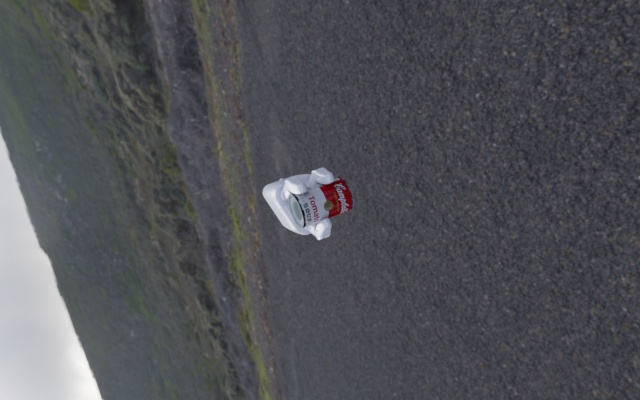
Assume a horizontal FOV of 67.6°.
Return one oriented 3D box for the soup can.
[{"bbox_3d":[0.000,0.003,0.868,0.102,0.068,0.068,-20,7,-20],"label":"soup can"}]
